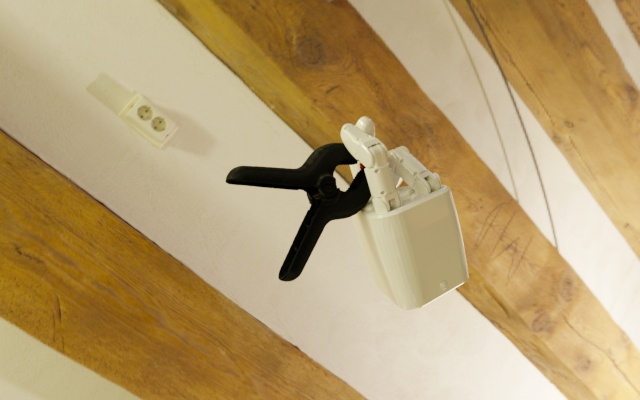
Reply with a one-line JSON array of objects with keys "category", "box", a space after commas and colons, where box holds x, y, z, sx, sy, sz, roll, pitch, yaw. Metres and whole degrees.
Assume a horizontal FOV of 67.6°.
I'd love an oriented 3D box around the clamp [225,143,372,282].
[{"category": "clamp", "box": [0.000, 0.001, 0.486, 0.171, 0.120, 0.039, -22, 11, -25]}]
